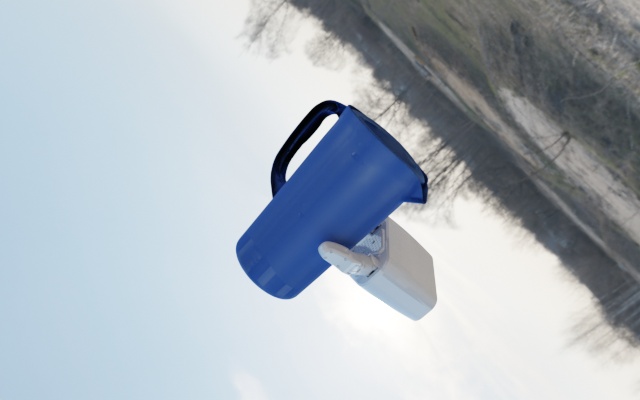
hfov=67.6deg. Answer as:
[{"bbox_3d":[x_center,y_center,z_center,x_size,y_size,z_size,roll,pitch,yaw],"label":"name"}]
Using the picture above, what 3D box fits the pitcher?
[{"bbox_3d":[0.000,0.002,0.603,0.145,0.243,0.149,37,17,-23],"label":"pitcher"}]
